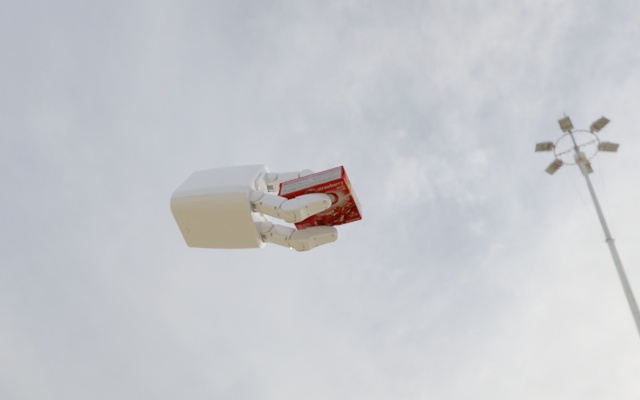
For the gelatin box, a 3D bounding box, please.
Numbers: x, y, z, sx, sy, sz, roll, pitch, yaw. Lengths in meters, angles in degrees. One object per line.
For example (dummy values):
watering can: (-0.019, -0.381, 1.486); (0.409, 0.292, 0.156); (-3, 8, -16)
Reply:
gelatin box: (0.000, 0.002, 0.606); (0.089, 0.073, 0.030); (-16, 38, 15)
